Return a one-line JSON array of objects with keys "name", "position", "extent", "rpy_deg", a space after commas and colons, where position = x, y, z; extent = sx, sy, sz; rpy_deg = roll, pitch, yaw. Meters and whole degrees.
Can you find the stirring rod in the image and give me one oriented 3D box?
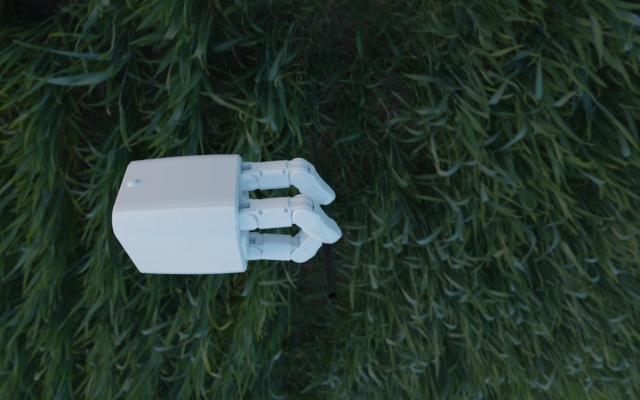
[{"name": "stirring rod", "position": [0.000, 0.002, 0.495], "extent": [0.011, 0.011, 0.239], "rpy_deg": [0, 42, -7]}]
